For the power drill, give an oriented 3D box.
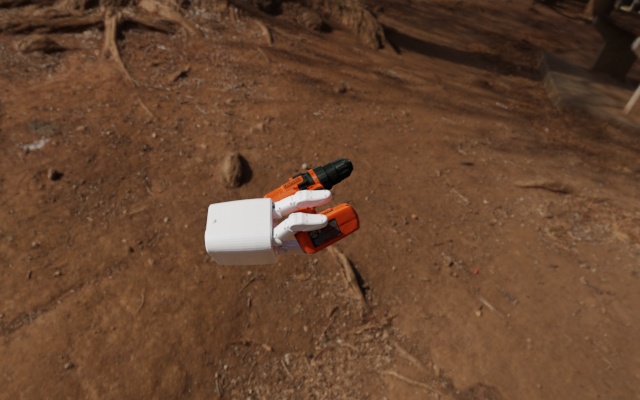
[{"bbox_3d":[0.000,0.003,0.842,0.184,0.057,0.187,-29,31,-4],"label":"power drill"}]
